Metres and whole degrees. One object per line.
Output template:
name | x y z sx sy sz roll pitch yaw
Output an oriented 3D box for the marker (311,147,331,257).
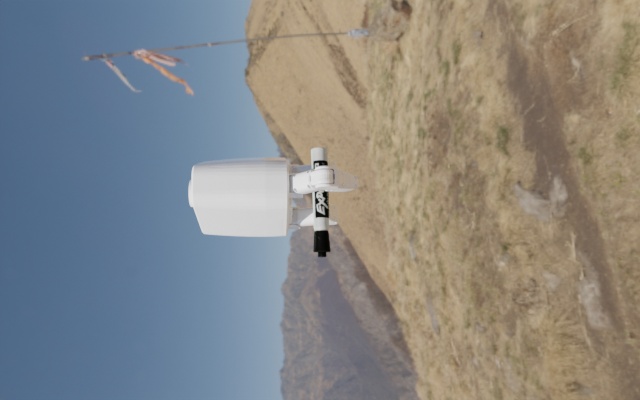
marker | 0.000 0.002 0.526 0.020 0.121 0.020 -1 -10 0
